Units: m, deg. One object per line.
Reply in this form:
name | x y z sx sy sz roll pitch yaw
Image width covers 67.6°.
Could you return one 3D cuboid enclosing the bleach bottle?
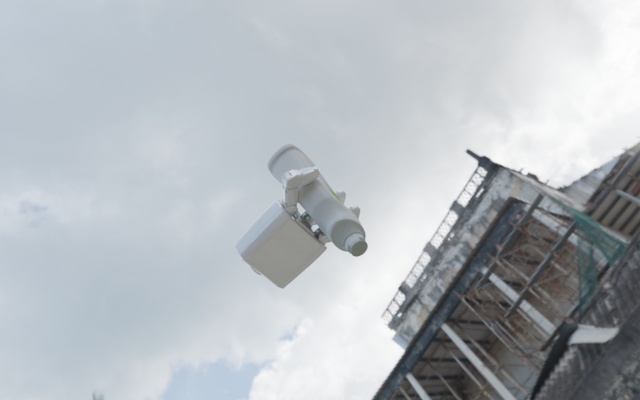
bleach bottle | 0.000 0.003 0.775 0.103 0.068 0.250 42 6 -40
